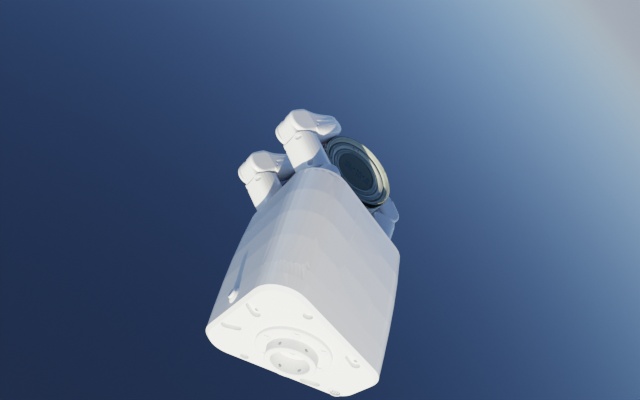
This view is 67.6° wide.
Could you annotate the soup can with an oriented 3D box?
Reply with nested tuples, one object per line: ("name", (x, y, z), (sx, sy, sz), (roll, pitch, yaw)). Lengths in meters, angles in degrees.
("soup can", (0.000, 0.001, 0.405), (0.068, 0.068, 0.102), (0, -31, -44))
